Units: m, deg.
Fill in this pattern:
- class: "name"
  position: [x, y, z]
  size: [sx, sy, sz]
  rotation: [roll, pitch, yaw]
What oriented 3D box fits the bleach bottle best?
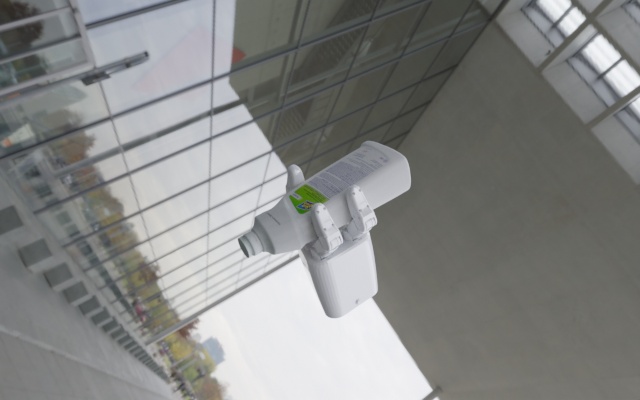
- class: "bleach bottle"
  position: [0.000, 0.002, 0.652]
  size: [0.251, 0.068, 0.102]
  rotation: [-28, 34, -23]
